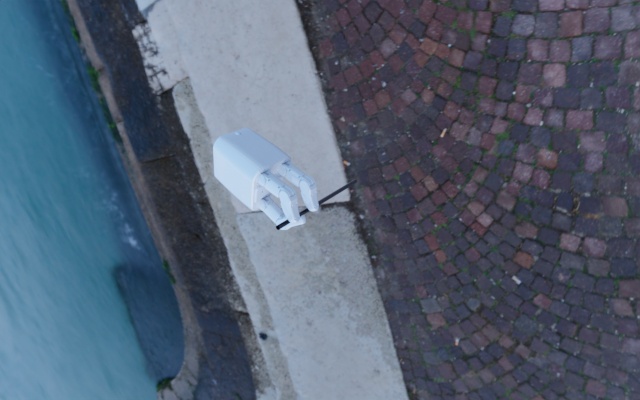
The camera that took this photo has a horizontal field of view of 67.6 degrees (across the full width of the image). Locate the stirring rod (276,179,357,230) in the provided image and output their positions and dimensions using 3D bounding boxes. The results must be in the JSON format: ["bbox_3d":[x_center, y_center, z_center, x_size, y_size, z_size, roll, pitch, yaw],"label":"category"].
[{"bbox_3d":[0.000,0.003,0.863,0.011,0.011,0.239,0,20,38],"label":"stirring rod"}]
